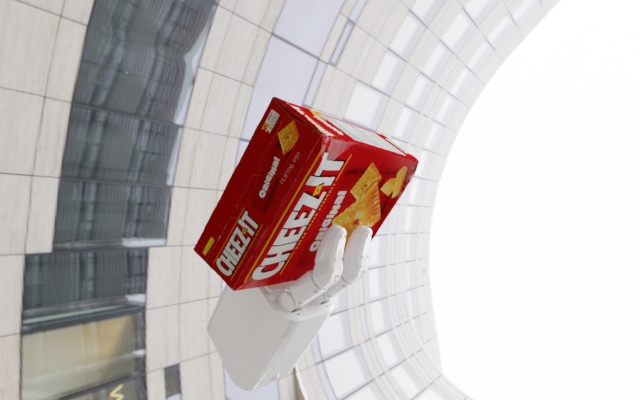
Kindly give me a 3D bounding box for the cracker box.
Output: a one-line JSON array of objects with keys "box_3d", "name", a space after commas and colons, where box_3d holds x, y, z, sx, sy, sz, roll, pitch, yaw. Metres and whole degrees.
[{"box_3d": [0.000, 0.002, 0.493, 0.072, 0.164, 0.214, 39, 18, 27], "name": "cracker box"}]
